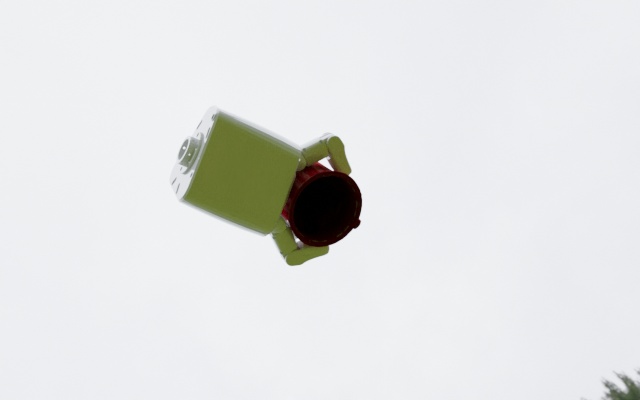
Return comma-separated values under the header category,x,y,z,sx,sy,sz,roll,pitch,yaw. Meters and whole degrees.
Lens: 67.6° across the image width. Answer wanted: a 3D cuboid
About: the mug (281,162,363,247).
category,x,y,z,sx,sy,sz,roll,pitch,yaw
mug,0.001,0.002,0.582,0.117,0.093,0.081,25,7,-32
